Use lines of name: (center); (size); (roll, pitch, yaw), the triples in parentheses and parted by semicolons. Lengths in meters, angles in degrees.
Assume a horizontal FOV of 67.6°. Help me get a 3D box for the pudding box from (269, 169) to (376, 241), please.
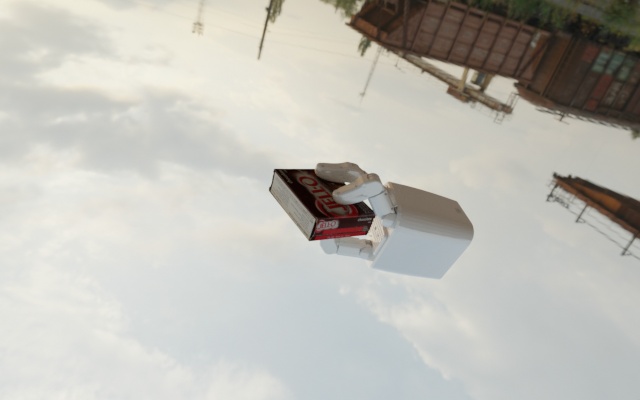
pudding box: (0.000, 0.002, 0.596); (0.090, 0.039, 0.113); (-2, 33, -36)
